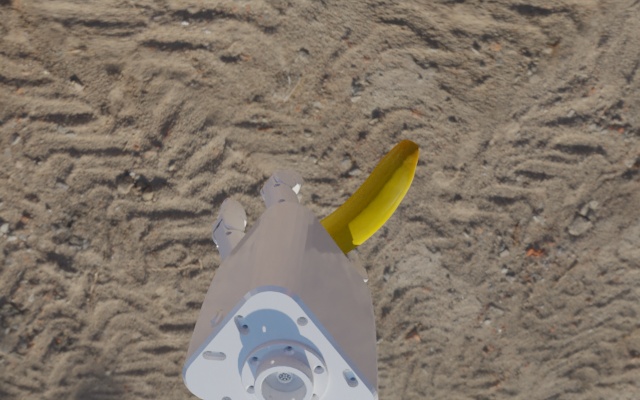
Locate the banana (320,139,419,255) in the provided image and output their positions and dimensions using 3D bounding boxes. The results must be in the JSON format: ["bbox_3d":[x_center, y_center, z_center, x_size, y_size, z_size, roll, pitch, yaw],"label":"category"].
[{"bbox_3d":[0.006,0.019,0.419,0.198,0.069,0.037,-25,12,13],"label":"banana"}]
